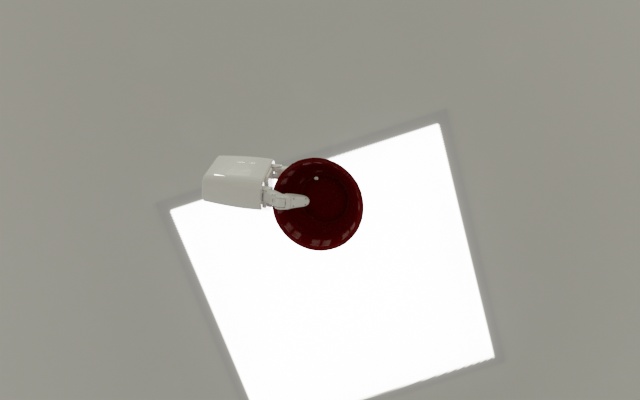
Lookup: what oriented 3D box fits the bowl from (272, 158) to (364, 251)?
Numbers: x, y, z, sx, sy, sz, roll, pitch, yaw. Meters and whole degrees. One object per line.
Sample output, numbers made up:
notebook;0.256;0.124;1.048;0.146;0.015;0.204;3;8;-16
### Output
bowl;0.001;0.003;0.827;0.162;0.162;0.055;0;12;16
